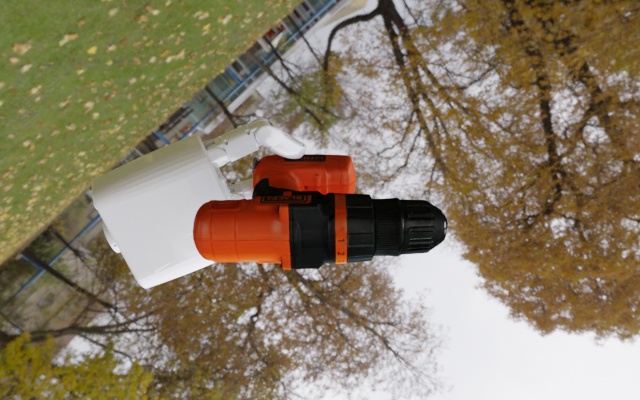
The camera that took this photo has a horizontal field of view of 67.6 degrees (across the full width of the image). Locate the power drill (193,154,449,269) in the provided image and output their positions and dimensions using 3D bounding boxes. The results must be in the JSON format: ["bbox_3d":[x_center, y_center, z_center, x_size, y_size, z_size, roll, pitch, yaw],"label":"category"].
[{"bbox_3d":[0.000,0.001,0.415,0.184,0.057,0.187,0,14,0],"label":"power drill"}]
